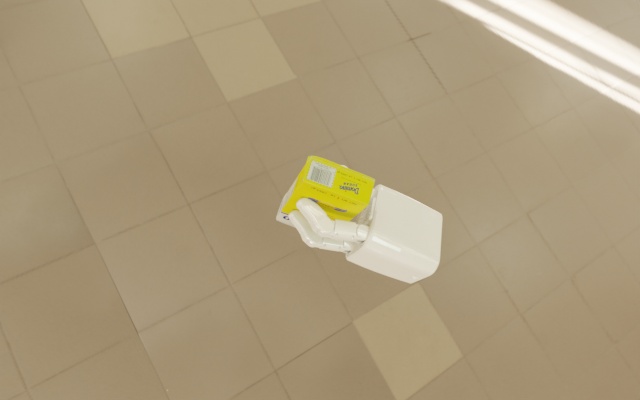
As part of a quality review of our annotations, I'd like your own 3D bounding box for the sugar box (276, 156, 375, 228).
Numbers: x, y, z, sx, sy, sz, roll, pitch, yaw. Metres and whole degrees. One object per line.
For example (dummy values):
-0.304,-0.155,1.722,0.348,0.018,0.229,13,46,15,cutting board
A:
0.000,0.003,0.678,0.093,0.048,0.176,21,-26,-8,sugar box
